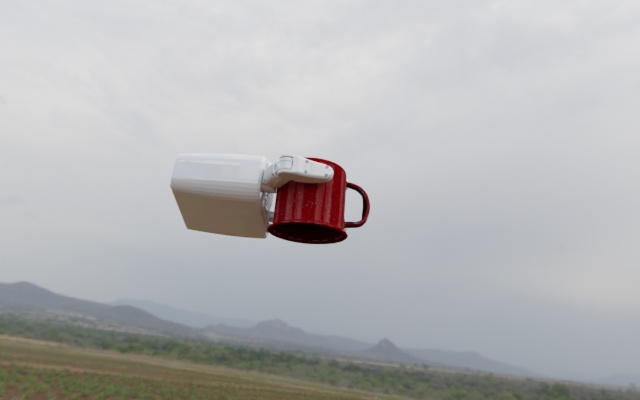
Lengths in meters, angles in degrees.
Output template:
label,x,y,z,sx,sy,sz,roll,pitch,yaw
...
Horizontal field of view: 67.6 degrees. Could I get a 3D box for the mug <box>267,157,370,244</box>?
label,x,y,z,sx,sy,sz,roll,pitch,yaw
mug,0.002,0.002,0.562,0.117,0.081,0.093,4,-19,2
